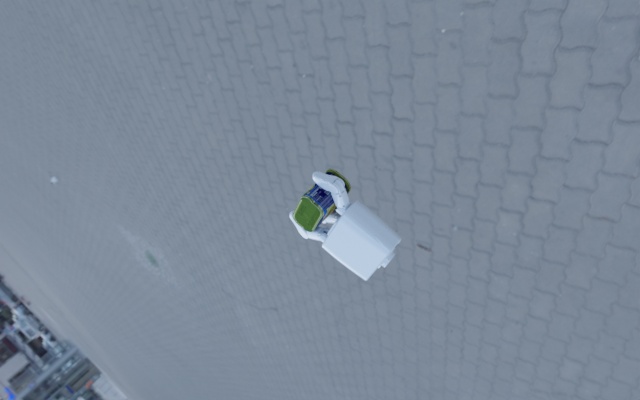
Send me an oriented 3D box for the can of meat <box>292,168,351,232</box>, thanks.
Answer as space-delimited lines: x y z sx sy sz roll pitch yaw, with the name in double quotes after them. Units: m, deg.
0.000 0.003 0.880 0.084 0.057 0.102 -45 -9 -32 "can of meat"
